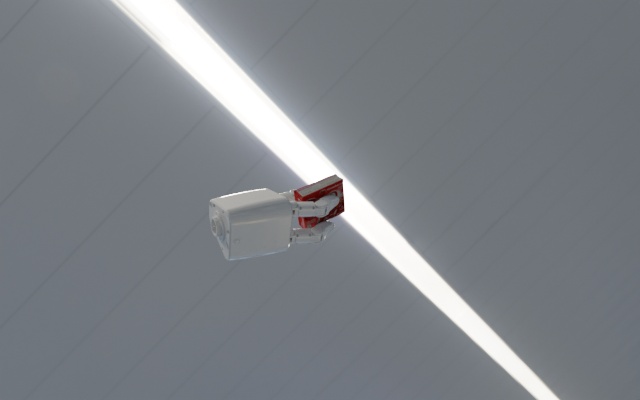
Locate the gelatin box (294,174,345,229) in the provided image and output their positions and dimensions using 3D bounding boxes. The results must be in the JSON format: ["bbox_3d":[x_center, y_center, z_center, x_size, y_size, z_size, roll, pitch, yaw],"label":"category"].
[{"bbox_3d":[0.000,0.002,0.843,0.089,0.073,0.030,-24,40,-23],"label":"gelatin box"}]
